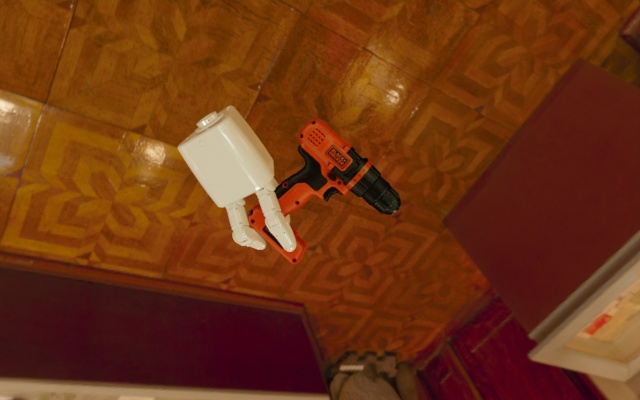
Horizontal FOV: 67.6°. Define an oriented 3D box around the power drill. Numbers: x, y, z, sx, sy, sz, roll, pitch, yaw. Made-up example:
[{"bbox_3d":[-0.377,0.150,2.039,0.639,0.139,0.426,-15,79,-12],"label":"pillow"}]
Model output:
[{"bbox_3d":[0.000,0.002,0.708,0.184,0.187,0.057,43,5,0],"label":"power drill"}]
